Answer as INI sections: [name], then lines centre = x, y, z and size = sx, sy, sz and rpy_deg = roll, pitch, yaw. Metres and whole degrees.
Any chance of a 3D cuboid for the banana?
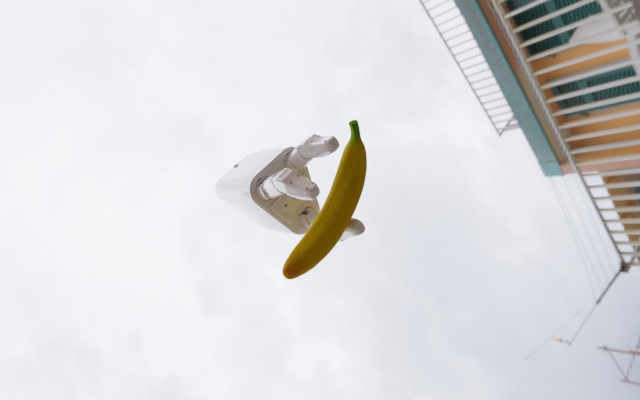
[banana]
centre = 0.012, 0.007, 0.559
size = 0.037, 0.197, 0.070
rpy_deg = 9, -19, 44
